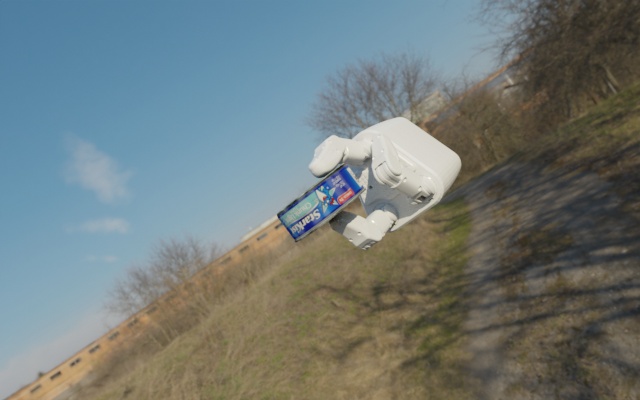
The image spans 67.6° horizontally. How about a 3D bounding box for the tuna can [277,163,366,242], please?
[{"bbox_3d":[0.000,0.001,0.462,0.086,0.034,0.086,-37,1,1],"label":"tuna can"}]
